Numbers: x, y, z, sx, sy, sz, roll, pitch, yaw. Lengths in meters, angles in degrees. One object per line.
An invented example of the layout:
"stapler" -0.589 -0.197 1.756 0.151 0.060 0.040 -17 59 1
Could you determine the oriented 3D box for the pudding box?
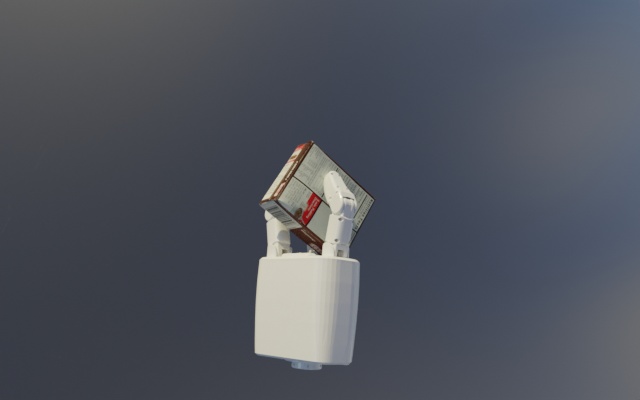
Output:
"pudding box" 0.000 0.002 0.550 0.113 0.090 0.039 42 -28 -23
